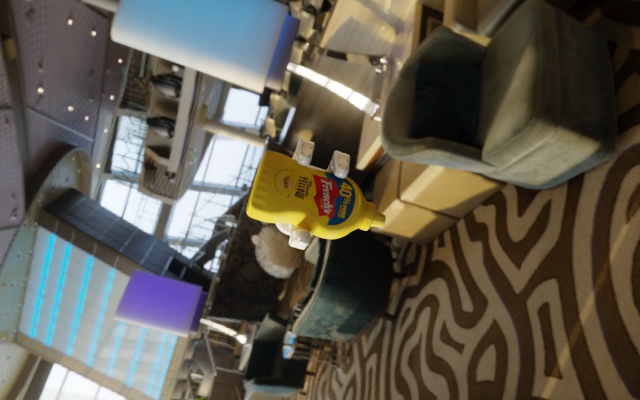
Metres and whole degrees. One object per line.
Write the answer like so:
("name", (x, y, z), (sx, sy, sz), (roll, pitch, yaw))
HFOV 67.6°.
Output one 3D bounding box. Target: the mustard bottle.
("mustard bottle", (0.000, 0.002, 0.669), (0.191, 0.096, 0.058), (17, -29, -10))
